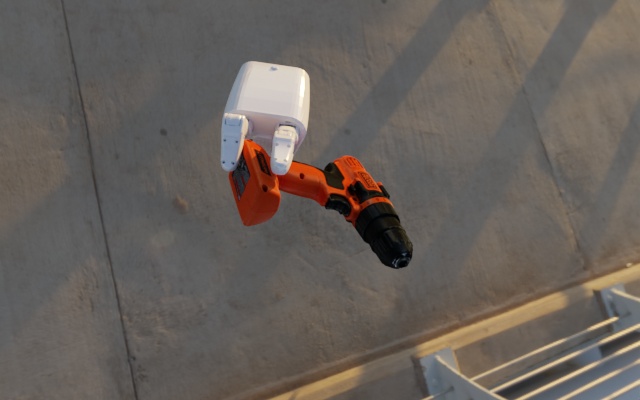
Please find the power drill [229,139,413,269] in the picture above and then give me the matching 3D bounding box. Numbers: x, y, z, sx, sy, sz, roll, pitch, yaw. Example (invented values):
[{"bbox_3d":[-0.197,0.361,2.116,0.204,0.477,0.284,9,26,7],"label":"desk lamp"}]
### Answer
[{"bbox_3d":[0.000,0.001,0.538,0.188,0.057,0.184,11,31,-31],"label":"power drill"}]
